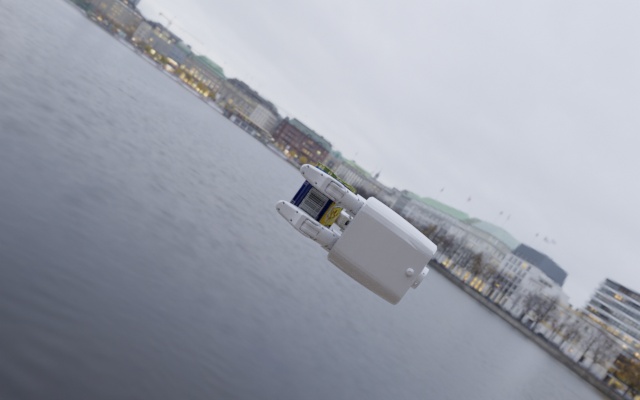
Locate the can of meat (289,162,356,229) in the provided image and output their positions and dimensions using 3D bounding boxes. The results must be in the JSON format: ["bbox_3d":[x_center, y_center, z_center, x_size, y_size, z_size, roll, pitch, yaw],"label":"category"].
[{"bbox_3d":[0.000,0.002,0.648,0.057,0.084,0.102,36,2,13],"label":"can of meat"}]
